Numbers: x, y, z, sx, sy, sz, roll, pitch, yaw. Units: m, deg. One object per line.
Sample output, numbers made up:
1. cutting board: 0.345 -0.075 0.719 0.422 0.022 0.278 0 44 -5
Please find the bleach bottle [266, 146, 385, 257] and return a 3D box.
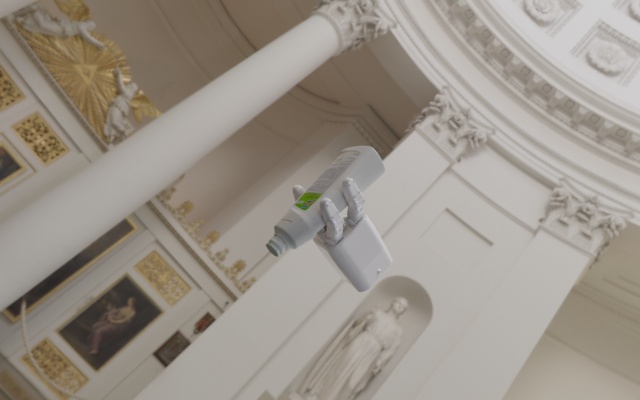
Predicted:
1. bleach bottle: 0.000 0.003 0.824 0.250 0.068 0.102 -43 21 -26
